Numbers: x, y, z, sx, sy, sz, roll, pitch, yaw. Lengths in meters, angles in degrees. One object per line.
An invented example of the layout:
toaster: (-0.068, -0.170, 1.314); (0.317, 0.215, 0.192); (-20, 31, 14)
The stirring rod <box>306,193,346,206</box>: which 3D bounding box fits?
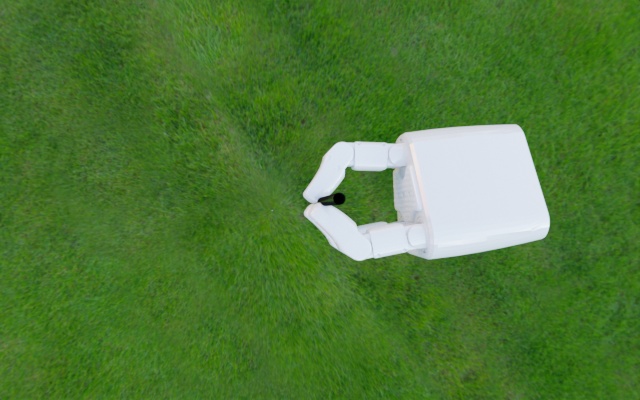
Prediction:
stirring rod: (0.000, 0.001, 0.424); (0.011, 0.011, 0.239); (0, -1, -6)
